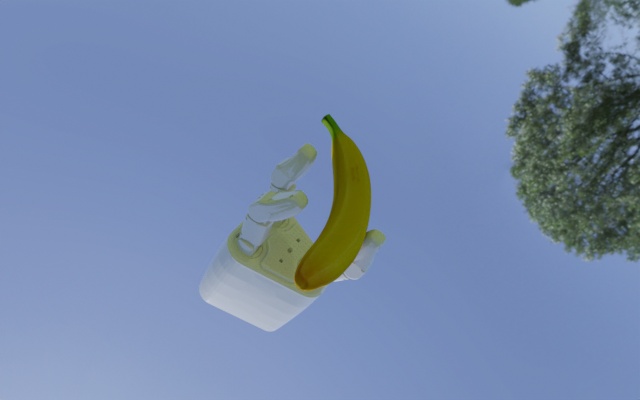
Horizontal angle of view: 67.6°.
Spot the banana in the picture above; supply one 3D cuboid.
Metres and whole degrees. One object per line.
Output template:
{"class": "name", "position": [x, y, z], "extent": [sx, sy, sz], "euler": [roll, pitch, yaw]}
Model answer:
{"class": "banana", "position": [0.016, 0.007, 0.437], "extent": [0.069, 0.197, 0.037], "euler": [26, -45, -20]}
